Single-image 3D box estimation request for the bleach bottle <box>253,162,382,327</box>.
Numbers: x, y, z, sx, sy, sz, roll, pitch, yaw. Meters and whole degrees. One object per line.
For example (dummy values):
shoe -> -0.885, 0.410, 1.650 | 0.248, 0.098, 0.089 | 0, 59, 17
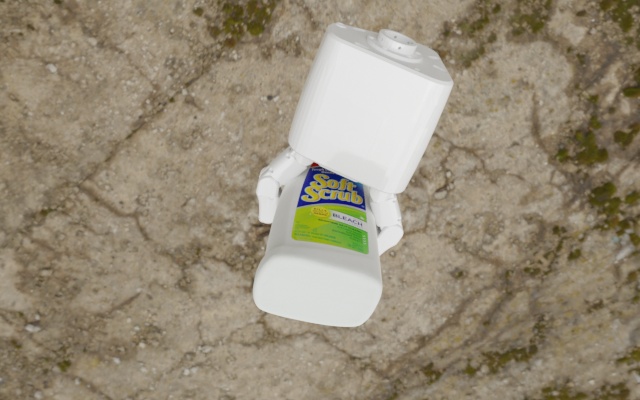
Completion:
bleach bottle -> 0.000, 0.002, 0.468 | 0.102, 0.068, 0.250 | 14, 35, -10
